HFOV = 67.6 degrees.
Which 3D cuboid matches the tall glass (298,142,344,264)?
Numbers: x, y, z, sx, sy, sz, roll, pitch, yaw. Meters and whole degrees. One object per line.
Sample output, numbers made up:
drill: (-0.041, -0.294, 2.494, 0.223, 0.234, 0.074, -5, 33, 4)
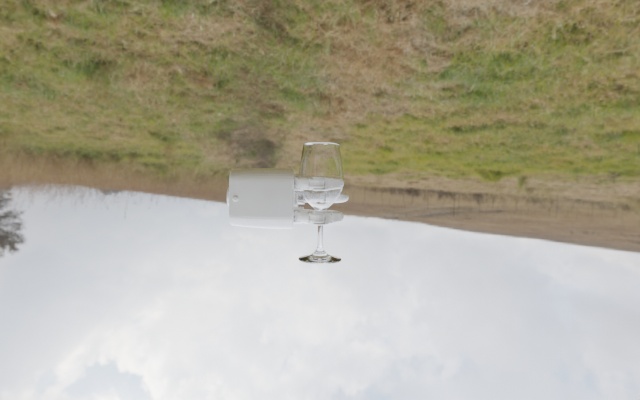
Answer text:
tall glass: (0.000, 0.003, 0.816, 0.079, 0.201, 0.079, 1, 4, 0)
